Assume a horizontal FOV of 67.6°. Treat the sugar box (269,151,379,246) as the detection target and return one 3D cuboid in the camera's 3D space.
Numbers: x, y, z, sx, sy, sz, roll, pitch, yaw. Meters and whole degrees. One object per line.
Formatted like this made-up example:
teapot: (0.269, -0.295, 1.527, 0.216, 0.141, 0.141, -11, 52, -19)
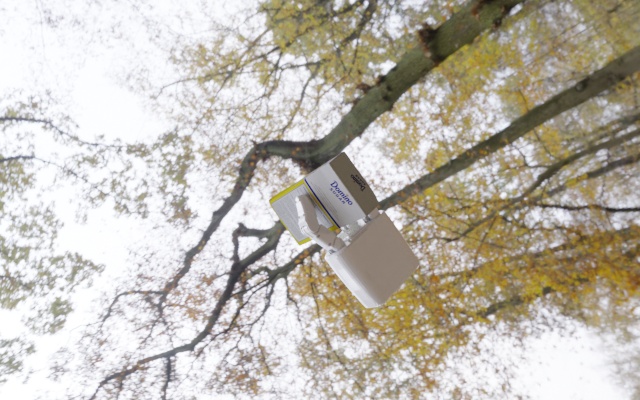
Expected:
sugar box: (0.000, 0.002, 0.727, 0.176, 0.093, 0.048, -28, 10, 48)
